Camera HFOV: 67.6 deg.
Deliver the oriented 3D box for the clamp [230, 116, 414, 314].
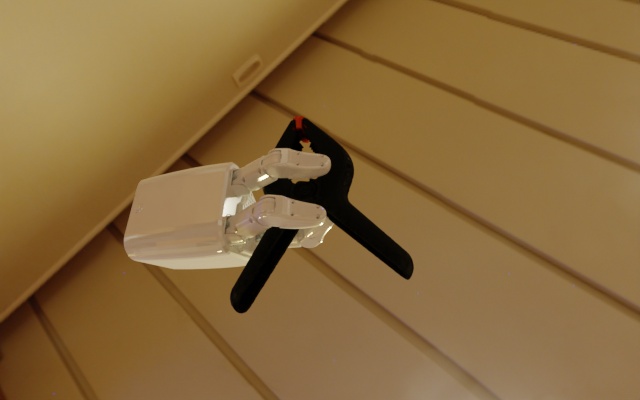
[{"bbox_3d":[0.000,0.002,0.464,0.164,0.209,0.036,-7,-33,11],"label":"clamp"}]
